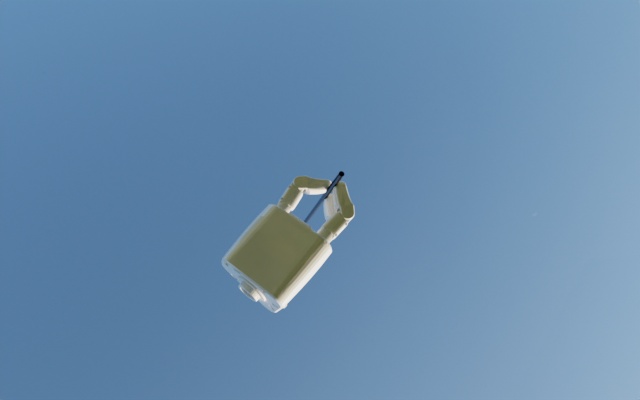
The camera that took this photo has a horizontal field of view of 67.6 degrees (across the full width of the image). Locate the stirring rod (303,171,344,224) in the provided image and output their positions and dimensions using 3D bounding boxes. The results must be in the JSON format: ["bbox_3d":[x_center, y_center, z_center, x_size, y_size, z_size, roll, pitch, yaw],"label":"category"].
[{"bbox_3d":[0.000,0.002,0.757,0.011,0.011,0.240,0,-19,-14],"label":"stirring rod"}]
